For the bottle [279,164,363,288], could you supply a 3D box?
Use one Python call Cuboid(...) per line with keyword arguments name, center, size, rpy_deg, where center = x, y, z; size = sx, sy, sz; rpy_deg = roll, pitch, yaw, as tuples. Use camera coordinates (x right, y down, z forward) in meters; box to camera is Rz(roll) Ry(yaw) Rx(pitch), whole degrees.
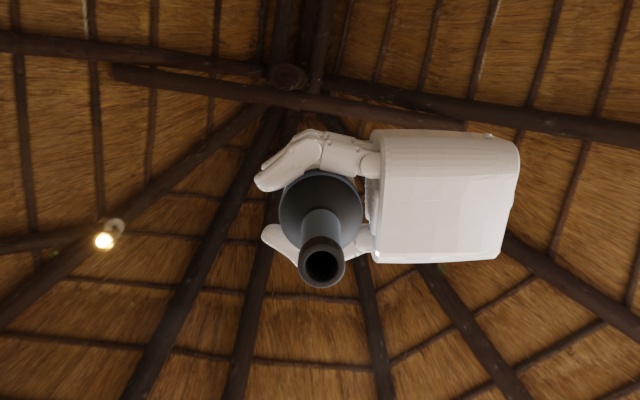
Cuboid(name="bottle", center=(0.000, 0.001, 0.413), size=(0.069, 0.069, 0.295), rpy_deg=(0, 14, 0))
